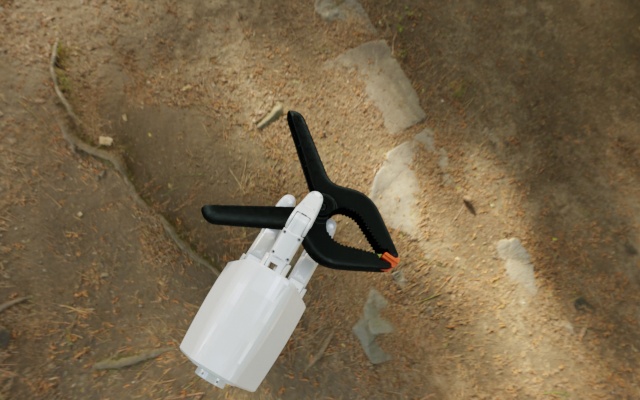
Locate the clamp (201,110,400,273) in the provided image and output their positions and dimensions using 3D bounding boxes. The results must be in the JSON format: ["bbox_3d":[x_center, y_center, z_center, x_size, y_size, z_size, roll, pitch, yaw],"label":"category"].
[{"bbox_3d":[0.001,0.002,0.528,0.210,0.164,0.036,30,-20,2],"label":"clamp"}]
